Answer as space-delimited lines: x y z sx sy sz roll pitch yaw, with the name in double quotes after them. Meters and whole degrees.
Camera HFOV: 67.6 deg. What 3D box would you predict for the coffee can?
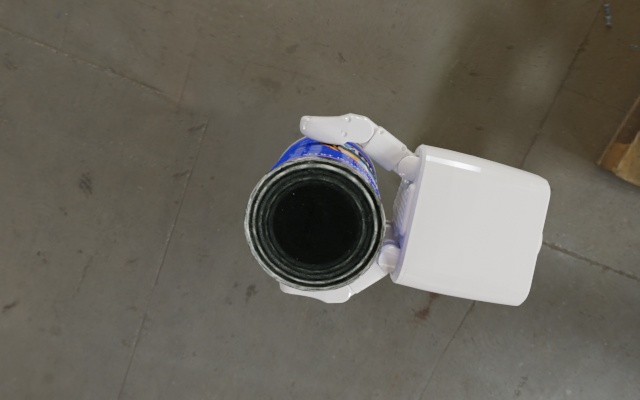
0.000 0.001 0.408 0.103 0.103 0.140 0 15 4 "coffee can"
